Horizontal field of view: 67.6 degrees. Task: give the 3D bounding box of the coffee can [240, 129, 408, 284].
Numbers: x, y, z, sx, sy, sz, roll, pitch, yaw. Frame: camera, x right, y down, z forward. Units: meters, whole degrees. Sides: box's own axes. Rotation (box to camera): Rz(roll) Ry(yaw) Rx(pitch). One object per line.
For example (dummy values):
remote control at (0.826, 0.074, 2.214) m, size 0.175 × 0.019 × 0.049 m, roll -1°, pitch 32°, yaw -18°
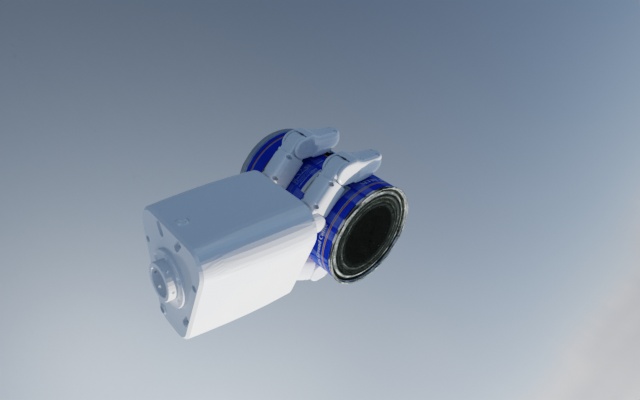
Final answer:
coffee can at (0.000, 0.001, 0.476) m, size 0.140 × 0.103 × 0.103 m, roll 34°, pitch 22°, yaw 36°
